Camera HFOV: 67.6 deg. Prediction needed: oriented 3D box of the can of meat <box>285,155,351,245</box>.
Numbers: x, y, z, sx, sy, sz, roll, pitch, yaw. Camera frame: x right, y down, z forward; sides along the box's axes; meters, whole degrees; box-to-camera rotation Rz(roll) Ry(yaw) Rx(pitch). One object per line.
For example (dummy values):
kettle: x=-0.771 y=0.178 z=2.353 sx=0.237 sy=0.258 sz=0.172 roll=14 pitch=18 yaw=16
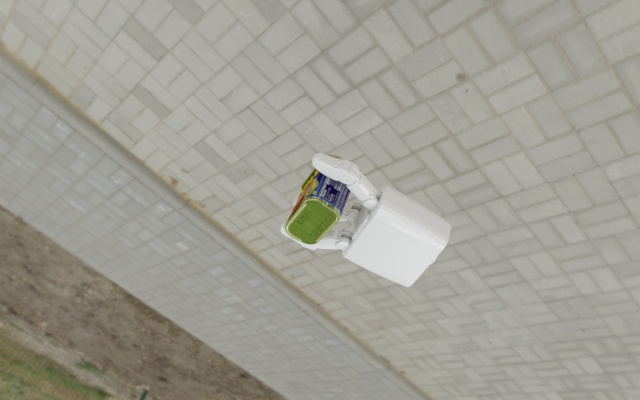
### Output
can of meat: x=0.000 y=0.002 z=0.647 sx=0.057 sy=0.084 sz=0.102 roll=30 pitch=-41 yaw=-9
